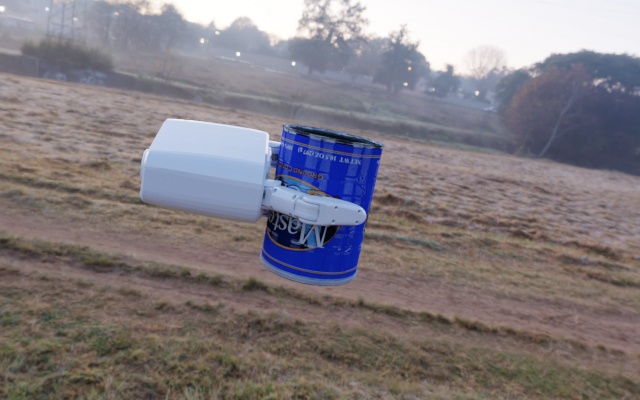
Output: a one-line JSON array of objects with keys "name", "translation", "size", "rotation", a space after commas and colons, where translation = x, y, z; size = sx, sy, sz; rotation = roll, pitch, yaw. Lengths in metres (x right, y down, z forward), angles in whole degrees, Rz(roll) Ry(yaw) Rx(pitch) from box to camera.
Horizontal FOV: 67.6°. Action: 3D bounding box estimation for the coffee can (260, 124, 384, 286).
[{"name": "coffee can", "translation": [0.000, 0.002, 0.485], "size": [0.103, 0.140, 0.102], "rotation": [11, 12, -2]}]
